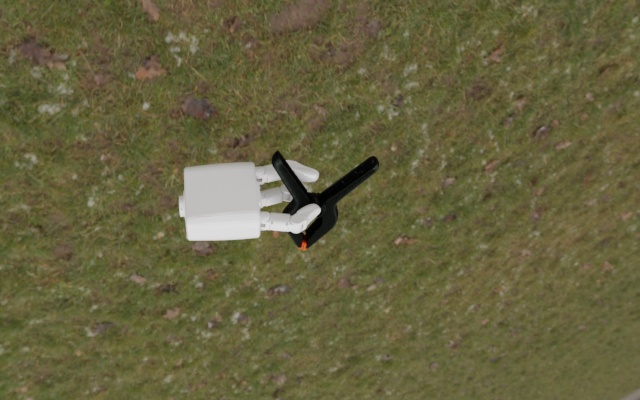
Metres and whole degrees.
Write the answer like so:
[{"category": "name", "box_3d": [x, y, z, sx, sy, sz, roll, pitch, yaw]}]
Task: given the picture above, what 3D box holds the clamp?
[{"category": "clamp", "box_3d": [0.000, 0.003, 0.765, 0.164, 0.036, 0.210, -3, -44, -12]}]
